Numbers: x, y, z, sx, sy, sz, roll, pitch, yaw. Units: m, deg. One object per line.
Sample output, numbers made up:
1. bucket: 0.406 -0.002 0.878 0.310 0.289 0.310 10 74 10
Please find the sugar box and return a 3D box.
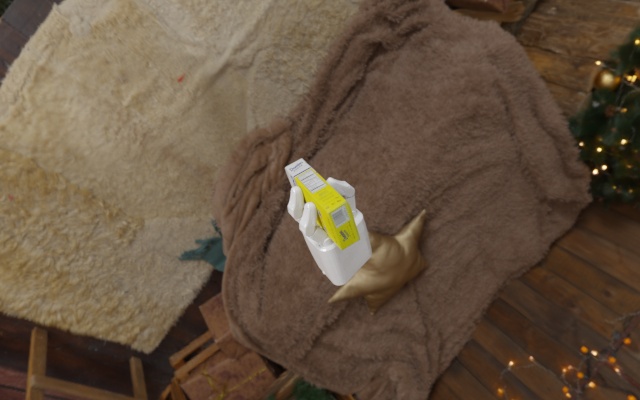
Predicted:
1. sugar box: 0.000 0.003 0.854 0.048 0.093 0.176 -31 39 -14
